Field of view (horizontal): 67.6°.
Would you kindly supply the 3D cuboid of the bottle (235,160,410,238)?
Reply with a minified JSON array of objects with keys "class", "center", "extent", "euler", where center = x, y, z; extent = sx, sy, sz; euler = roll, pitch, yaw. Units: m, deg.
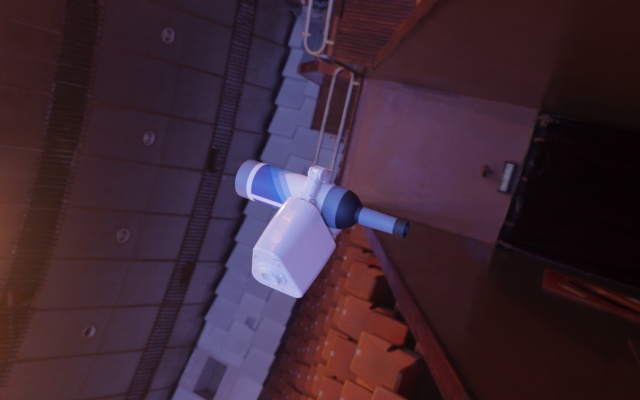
[{"class":"bottle","center":[0.000,0.002,0.772],"extent":[0.295,0.069,0.069],"euler":[18,7,24]}]
